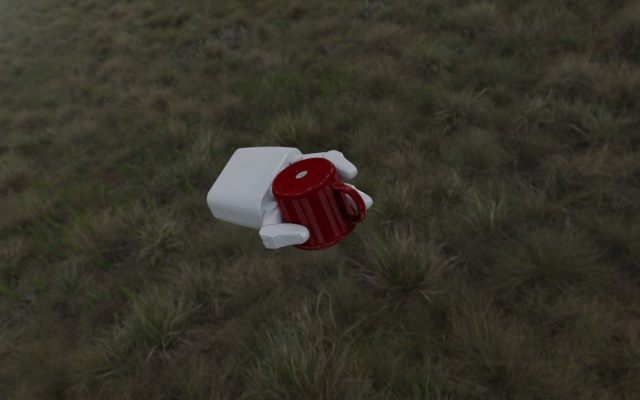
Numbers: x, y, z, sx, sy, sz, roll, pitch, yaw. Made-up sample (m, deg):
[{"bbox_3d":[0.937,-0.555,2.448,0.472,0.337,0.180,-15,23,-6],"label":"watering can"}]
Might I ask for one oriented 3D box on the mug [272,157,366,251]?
[{"bbox_3d":[0.001,0.002,0.580,0.117,0.081,0.093,5,42,36],"label":"mug"}]
